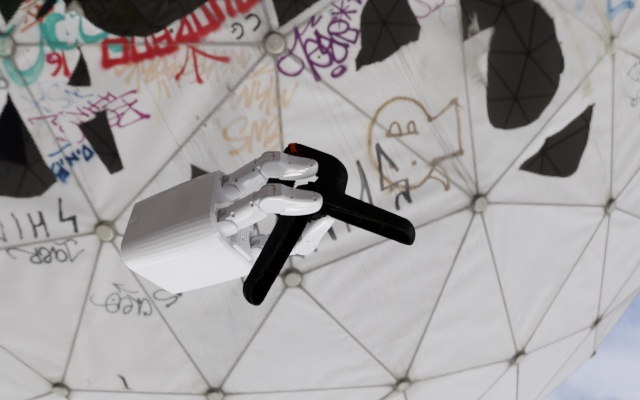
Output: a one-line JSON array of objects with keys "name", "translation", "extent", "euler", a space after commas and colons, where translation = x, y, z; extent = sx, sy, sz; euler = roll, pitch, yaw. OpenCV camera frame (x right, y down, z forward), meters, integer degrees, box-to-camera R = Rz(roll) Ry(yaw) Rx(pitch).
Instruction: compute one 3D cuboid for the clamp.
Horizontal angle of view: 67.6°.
[{"name": "clamp", "translation": [0.000, 0.002, 0.494], "extent": [0.164, 0.036, 0.209], "euler": [-17, 40, 8]}]
